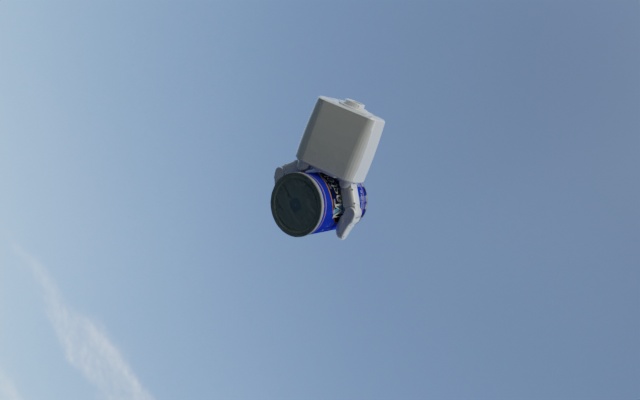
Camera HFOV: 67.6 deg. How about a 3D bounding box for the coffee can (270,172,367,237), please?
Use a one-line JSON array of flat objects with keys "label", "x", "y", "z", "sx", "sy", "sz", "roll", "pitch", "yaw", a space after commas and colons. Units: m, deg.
[{"label": "coffee can", "x": 0.000, "y": 0.003, "z": 0.802, "sx": 0.103, "sy": 0.103, "sz": 0.140, "roll": 0, "pitch": 3, "yaw": 35}]
